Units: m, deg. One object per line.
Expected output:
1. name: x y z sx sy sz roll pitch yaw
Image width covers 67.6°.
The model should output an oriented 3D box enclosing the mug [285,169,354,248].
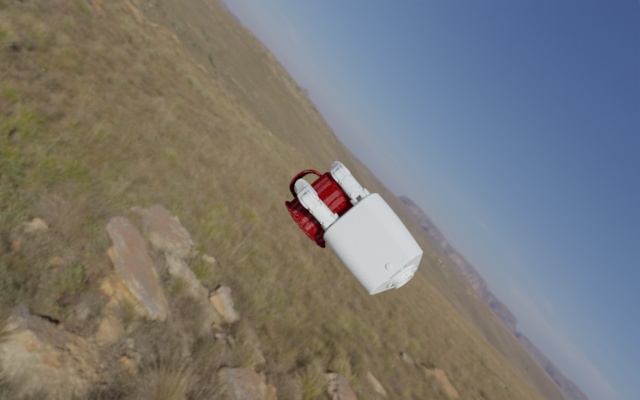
1. mug: -0.001 0.001 0.728 0.081 0.117 0.093 -40 -21 7
